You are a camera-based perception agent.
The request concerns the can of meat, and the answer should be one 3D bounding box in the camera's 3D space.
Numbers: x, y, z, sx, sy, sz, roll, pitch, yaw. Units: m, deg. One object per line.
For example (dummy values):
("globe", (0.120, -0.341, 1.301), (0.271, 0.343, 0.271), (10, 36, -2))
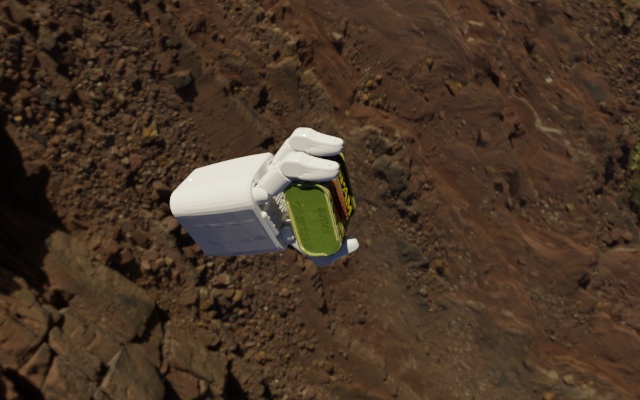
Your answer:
("can of meat", (0.000, 0.002, 0.551), (0.057, 0.102, 0.084), (-6, 29, 18))
